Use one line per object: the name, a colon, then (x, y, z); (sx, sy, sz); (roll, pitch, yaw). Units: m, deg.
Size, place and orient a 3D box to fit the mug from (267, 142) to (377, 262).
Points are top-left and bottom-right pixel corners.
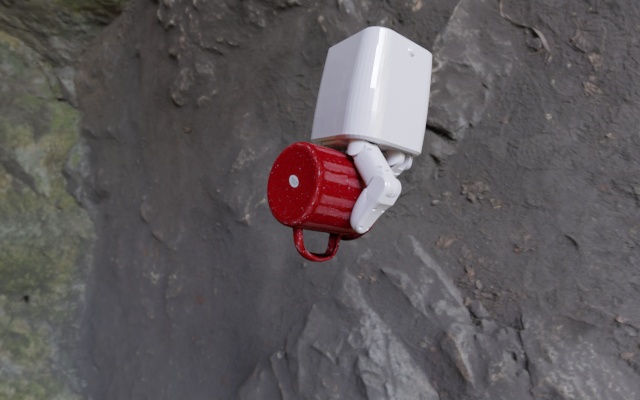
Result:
mug: (0.000, 0.003, 0.468); (0.081, 0.117, 0.093); (11, -3, -42)
